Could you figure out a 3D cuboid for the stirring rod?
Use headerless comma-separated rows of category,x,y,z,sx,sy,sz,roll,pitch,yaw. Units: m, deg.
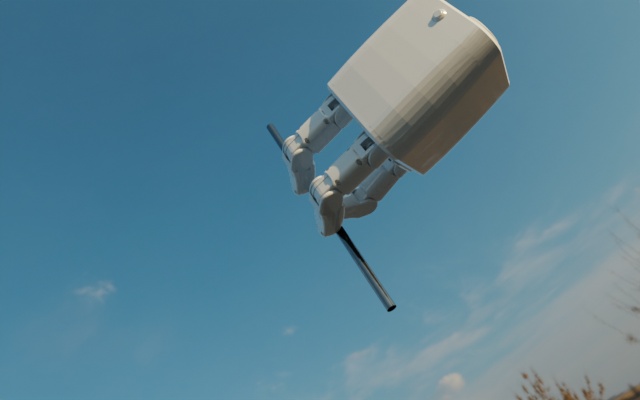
stirring rod,0.000,0.001,0.428,0.011,0.011,0.239,0,41,-36
